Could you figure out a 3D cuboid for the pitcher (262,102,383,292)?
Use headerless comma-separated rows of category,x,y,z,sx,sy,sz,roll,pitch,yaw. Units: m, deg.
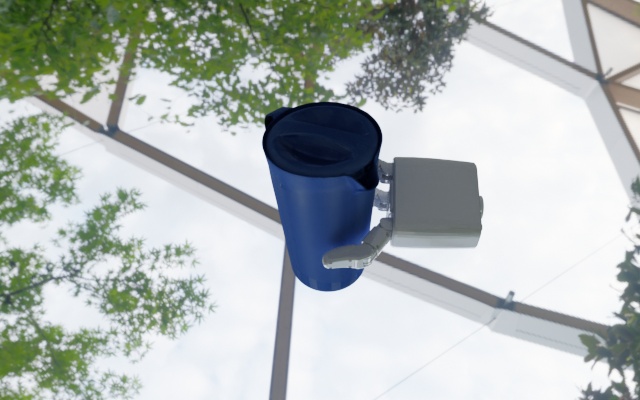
pitcher,0.000,0.002,0.612,0.145,0.149,0.243,1,-44,4
